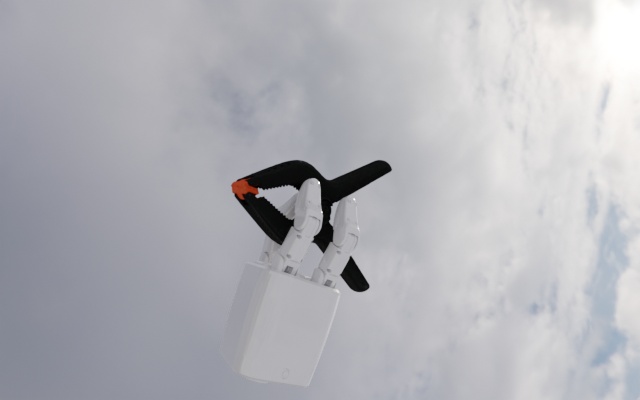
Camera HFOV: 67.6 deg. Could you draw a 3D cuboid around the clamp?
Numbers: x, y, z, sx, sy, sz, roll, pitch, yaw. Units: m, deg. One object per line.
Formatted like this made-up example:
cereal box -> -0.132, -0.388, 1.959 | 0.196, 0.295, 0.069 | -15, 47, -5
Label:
clamp -> -0.001, 0.002, 0.540 | 0.210, 0.164, 0.036 | 25, -15, -36
